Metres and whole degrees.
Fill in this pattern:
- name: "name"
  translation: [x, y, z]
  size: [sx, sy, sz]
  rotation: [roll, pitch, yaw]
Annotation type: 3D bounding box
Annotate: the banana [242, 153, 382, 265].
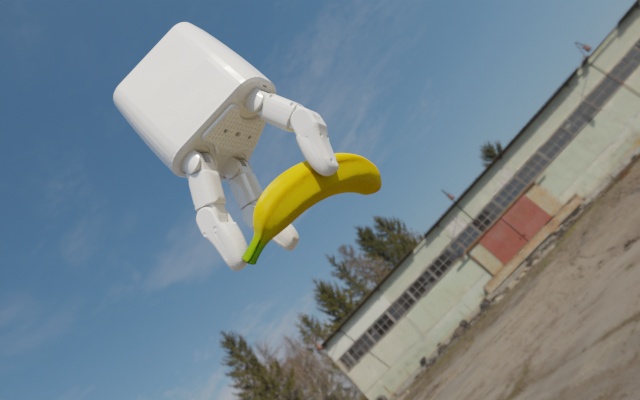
- name: "banana"
  translation: [0.004, -0.011, 0.436]
  size: [0.037, 0.070, 0.197]
  rotation: [40, 41, 22]
